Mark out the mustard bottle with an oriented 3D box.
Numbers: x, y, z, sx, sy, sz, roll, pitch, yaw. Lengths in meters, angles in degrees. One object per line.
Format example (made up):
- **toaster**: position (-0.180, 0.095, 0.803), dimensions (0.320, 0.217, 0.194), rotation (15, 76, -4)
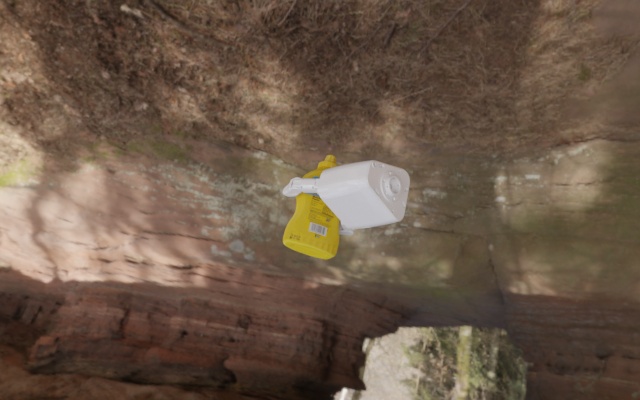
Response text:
- **mustard bottle**: position (0.000, 0.003, 0.867), dimensions (0.096, 0.191, 0.058), rotation (20, -23, -15)
